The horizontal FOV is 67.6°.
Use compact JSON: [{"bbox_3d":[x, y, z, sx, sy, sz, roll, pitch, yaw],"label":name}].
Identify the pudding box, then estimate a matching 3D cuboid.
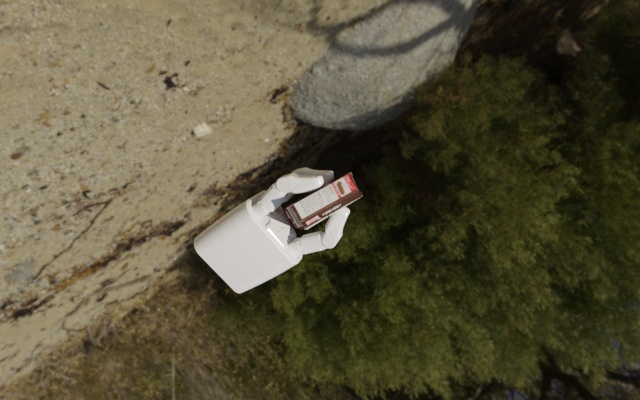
[{"bbox_3d":[0.000,0.002,0.646,0.090,0.039,0.113,-30,4,-9],"label":"pudding box"}]
